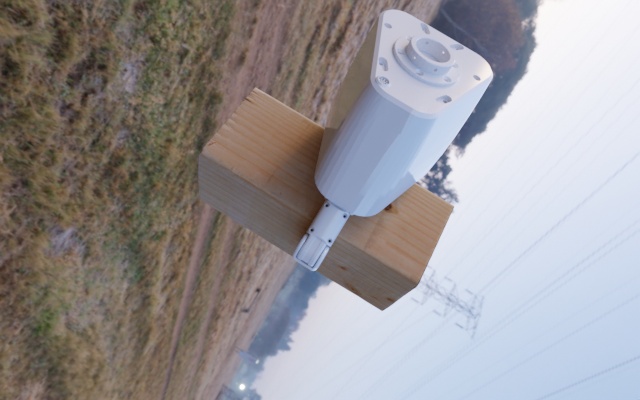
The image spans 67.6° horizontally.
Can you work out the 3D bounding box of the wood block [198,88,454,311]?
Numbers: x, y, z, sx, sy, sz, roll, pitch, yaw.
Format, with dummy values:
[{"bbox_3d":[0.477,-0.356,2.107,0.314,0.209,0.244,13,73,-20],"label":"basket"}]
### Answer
[{"bbox_3d":[0.000,0.002,0.439,0.206,0.090,0.090,31,-29,3],"label":"wood block"}]
